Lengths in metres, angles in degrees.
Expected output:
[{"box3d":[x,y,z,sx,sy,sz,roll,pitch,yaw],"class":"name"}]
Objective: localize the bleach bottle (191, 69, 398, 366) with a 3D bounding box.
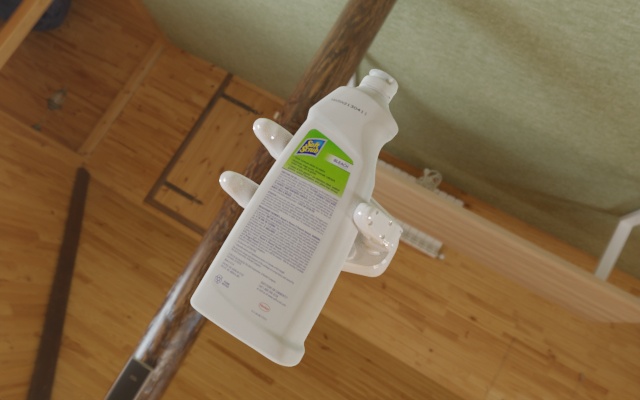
[{"box3d":[0.000,0.001,0.404,0.102,0.251,0.068,29,-10,14],"class":"bleach bottle"}]
